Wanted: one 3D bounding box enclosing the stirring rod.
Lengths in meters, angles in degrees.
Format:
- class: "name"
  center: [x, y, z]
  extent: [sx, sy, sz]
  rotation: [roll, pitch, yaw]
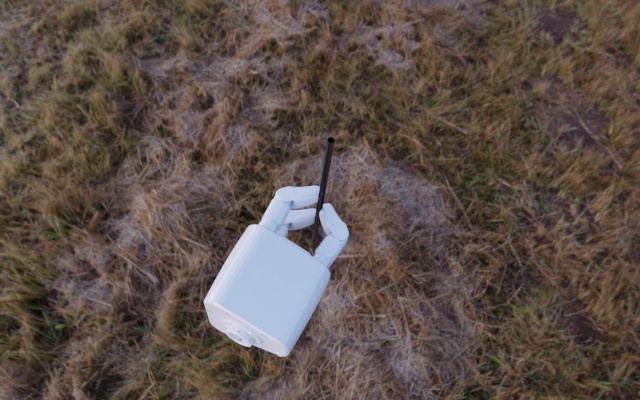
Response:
- class: "stirring rod"
  center: [0.000, 0.002, 0.602]
  extent: [0.011, 0.011, 0.240]
  rotation: [0, -33, -6]
